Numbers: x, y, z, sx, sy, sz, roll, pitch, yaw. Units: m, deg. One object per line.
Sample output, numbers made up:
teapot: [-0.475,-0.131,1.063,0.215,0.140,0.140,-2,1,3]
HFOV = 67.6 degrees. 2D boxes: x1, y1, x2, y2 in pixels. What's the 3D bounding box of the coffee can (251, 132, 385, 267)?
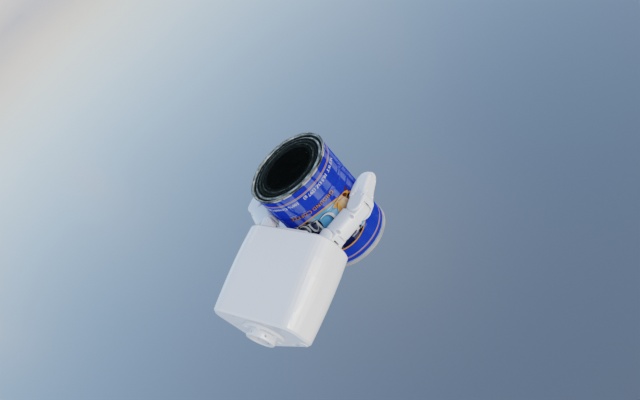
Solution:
coffee can: [0.000,0.002,0.579,0.103,0.102,0.140,0,-36,44]
